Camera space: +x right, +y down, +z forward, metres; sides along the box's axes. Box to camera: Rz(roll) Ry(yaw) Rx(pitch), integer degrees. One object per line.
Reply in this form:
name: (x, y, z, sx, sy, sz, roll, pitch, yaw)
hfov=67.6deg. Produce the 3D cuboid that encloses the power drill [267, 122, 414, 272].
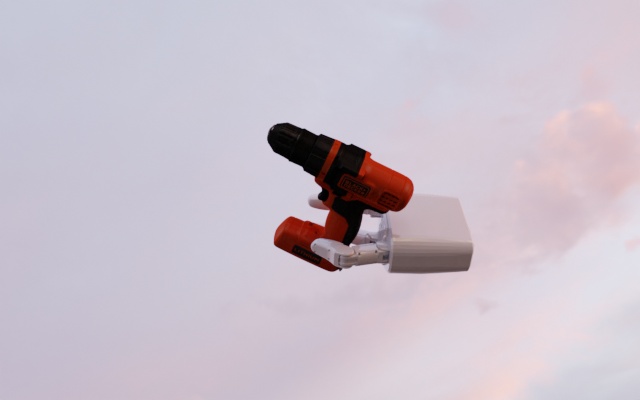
power drill: (0.000, 0.002, 0.609, 0.184, 0.057, 0.188, 26, -44, -1)
